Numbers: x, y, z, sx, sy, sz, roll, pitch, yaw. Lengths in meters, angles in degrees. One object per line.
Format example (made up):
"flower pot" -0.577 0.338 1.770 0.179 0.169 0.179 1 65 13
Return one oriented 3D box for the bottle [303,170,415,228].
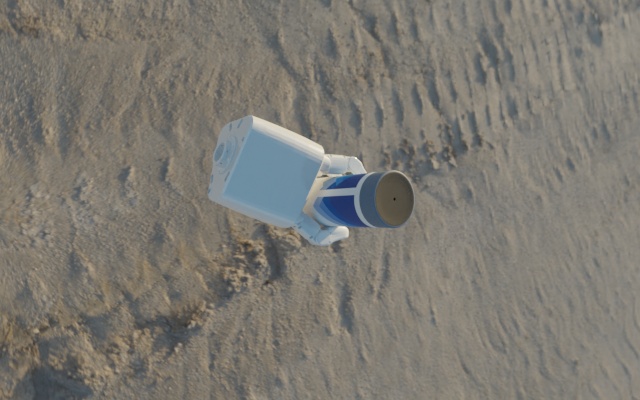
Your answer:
"bottle" 0.000 0.002 0.666 0.069 0.069 0.296 0 -1 -35
